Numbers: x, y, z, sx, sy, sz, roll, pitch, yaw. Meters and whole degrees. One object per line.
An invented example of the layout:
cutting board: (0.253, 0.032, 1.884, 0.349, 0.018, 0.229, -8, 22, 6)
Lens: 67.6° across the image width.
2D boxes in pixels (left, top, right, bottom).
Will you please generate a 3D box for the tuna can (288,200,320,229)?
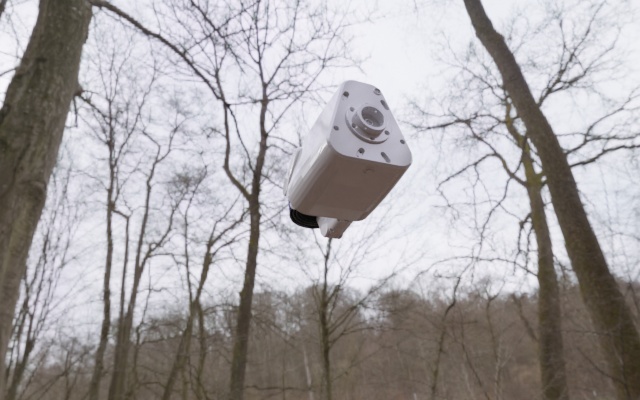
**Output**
tuna can: (0.000, 0.002, 0.630, 0.086, 0.033, 0.086, -6, -32, -4)
